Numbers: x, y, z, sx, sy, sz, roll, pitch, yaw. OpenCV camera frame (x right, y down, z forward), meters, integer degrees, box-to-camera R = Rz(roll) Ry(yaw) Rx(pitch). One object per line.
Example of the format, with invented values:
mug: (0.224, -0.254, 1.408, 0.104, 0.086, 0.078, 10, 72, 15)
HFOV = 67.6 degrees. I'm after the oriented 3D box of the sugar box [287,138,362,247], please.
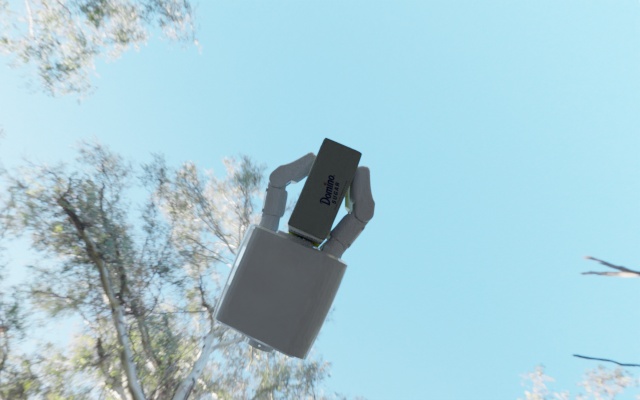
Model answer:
sugar box: (0.001, 0.002, 0.525, 0.048, 0.093, 0.176, 23, -9, -2)
